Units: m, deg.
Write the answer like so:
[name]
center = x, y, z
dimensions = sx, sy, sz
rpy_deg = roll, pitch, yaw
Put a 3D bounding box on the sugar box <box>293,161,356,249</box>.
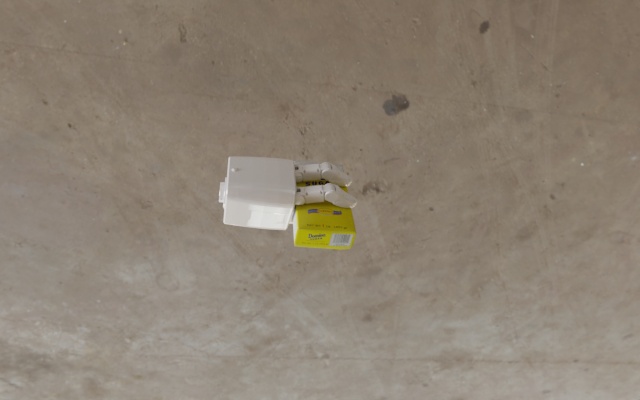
[sugar box]
center = 0.000, 0.002, 0.791
dimensions = 0.093, 0.048, 0.176
rpy_deg = 5, 42, -11
